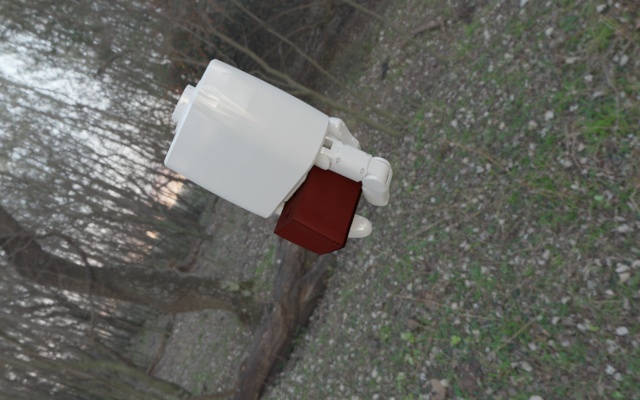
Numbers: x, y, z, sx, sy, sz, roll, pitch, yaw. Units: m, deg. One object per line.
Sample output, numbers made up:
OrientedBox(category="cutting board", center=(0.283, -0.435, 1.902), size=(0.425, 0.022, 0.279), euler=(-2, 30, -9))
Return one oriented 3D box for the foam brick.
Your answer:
OrientedBox(category="foam brick", center=(0.000, 0.002, 0.424), size=(0.051, 0.078, 0.053), euler=(27, -25, -16))
